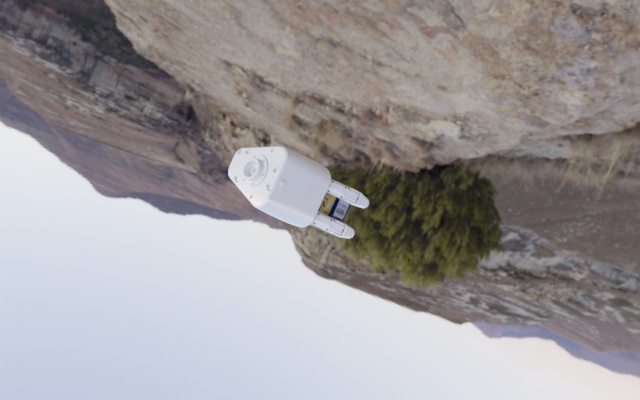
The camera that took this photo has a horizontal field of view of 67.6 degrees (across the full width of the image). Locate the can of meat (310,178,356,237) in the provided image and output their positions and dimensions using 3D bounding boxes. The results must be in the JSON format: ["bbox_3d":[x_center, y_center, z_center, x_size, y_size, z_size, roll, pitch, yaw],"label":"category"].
[{"bbox_3d":[0.000,0.003,0.792,0.102,0.084,0.057,24,-1,36],"label":"can of meat"}]
